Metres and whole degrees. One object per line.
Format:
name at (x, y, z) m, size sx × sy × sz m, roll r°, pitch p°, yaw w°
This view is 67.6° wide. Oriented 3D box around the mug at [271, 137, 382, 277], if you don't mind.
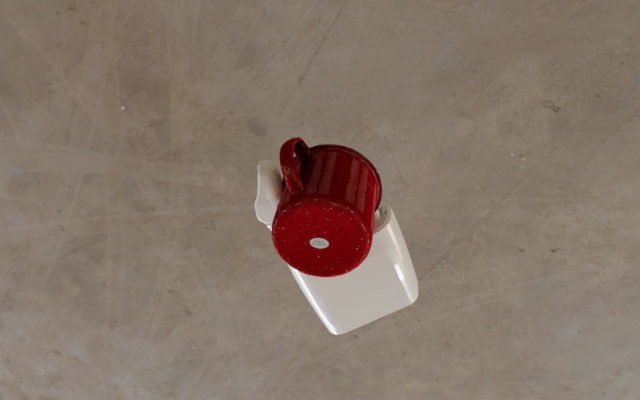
mug at (-0.001, 0.000, 0.402) m, size 0.093 × 0.117 × 0.081 m, roll -18°, pitch 27°, yaw 19°
